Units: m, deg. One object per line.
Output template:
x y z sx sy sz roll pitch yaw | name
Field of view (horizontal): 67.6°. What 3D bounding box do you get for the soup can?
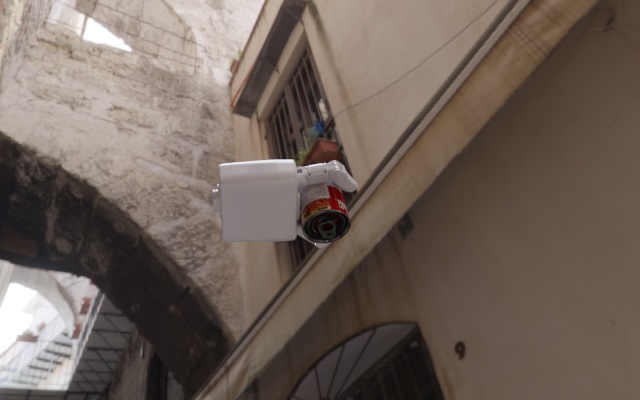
0.001 0.002 0.692 0.068 0.102 0.069 -7 -44 -7 | soup can
